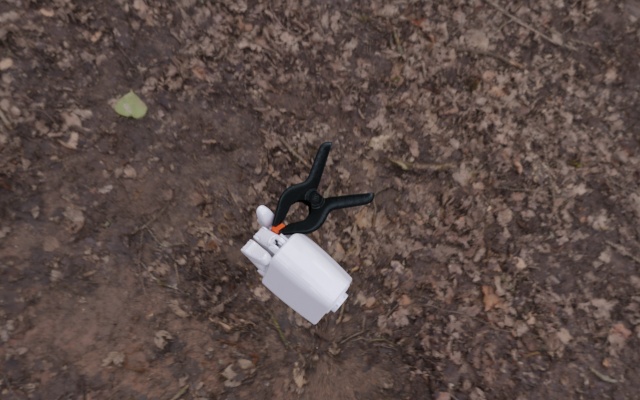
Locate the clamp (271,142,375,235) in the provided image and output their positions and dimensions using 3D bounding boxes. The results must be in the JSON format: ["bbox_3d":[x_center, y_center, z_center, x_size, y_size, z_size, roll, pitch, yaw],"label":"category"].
[{"bbox_3d":[0.000,0.002,0.745,0.120,0.171,0.039,40,-13,5],"label":"clamp"}]
